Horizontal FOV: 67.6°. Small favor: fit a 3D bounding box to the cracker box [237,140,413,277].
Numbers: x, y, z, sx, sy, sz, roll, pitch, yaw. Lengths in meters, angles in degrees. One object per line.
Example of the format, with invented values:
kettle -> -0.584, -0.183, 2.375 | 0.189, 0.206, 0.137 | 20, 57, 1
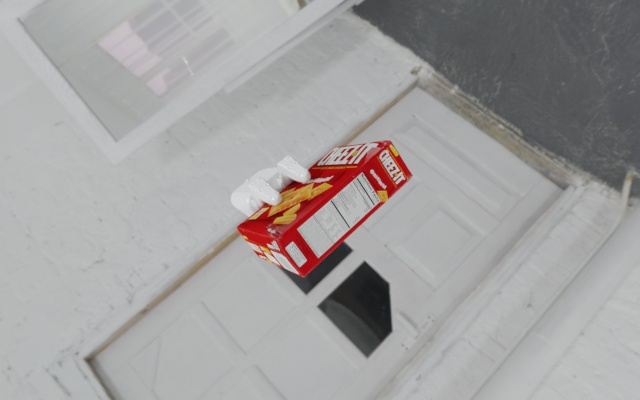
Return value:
cracker box -> 0.000, 0.003, 0.687 | 0.213, 0.072, 0.164 | -41, 20, -19
